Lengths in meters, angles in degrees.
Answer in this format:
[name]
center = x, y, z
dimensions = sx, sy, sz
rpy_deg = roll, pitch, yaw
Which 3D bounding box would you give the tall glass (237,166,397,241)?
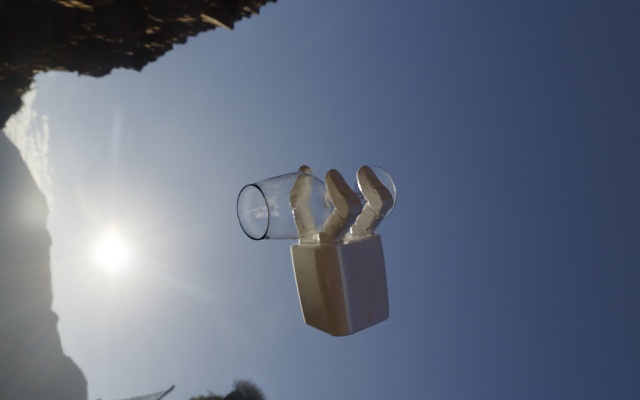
[tall glass]
center = 0.001, 0.002, 0.579
dimensions = 0.201, 0.079, 0.079
rpy_deg = -8, 5, -42
